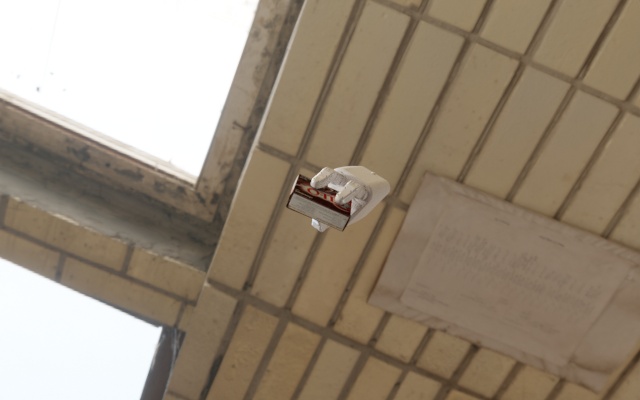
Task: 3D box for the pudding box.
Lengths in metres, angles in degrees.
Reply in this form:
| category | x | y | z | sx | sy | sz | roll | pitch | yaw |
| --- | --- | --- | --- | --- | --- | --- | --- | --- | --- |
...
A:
| category | x | y | z | sx | sy | sz | roll | pitch | yaw |
| --- | --- | --- | --- | --- | --- | --- | --- | --- | --- |
| pudding box | 0.000 | 0.003 | 0.860 | 0.113 | 0.039 | 0.090 | 22 | 22 | -4 |
